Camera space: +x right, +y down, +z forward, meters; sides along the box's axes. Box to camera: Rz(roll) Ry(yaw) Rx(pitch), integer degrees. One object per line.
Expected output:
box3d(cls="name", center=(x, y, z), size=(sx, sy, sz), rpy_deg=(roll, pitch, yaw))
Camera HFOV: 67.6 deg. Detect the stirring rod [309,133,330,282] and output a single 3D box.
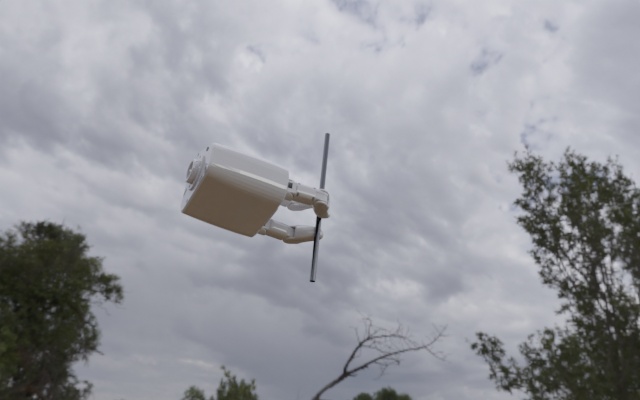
box3d(cls="stirring rod", center=(0.000, 0.002, 0.695), size=(0.011, 0.239, 0.011), rpy_deg=(5, -27, 2))
